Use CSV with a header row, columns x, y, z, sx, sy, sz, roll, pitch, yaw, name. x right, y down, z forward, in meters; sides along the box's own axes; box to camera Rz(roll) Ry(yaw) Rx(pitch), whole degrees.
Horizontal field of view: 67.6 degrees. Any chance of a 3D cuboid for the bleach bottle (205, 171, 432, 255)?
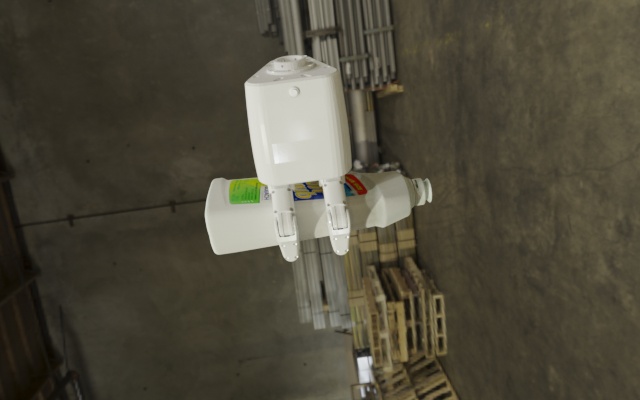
x,y,z,sx,sy,sz,roll,pitch,yaw,name
0.000,0.002,0.555,0.251,0.068,0.102,-8,28,-2,bleach bottle
